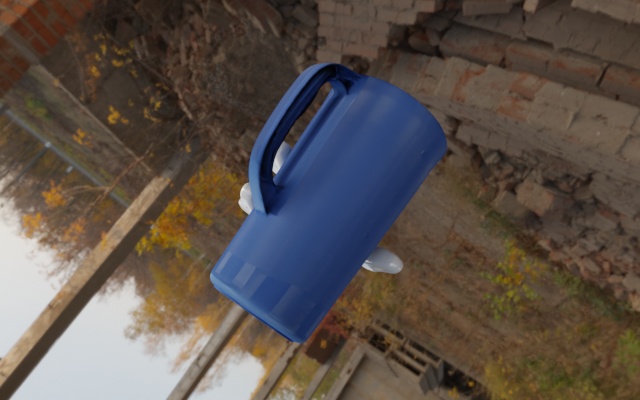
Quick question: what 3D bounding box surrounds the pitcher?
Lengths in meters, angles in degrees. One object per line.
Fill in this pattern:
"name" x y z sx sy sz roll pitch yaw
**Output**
"pitcher" 0.000 0.002 0.458 0.149 0.242 0.145 34 -15 7
